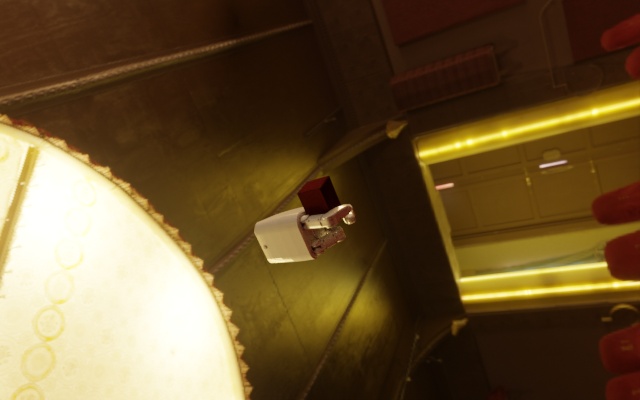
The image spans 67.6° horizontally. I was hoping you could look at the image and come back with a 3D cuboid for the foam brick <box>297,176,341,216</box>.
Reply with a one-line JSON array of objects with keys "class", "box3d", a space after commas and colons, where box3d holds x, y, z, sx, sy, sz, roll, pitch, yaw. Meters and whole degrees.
[{"class": "foam brick", "box3d": [0.000, 0.003, 0.898, 0.051, 0.078, 0.053, -11, 23, 29]}]
